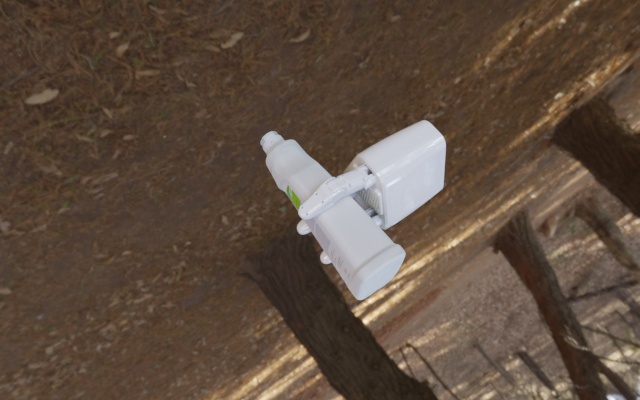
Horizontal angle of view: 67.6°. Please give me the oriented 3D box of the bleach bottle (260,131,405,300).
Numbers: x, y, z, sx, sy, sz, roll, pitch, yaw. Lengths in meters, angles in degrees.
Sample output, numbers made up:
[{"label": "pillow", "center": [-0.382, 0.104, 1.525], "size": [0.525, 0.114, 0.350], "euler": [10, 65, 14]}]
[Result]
[{"label": "bleach bottle", "center": [0.000, 0.002, 0.608], "size": [0.068, 0.250, 0.103], "euler": [-31, -23, -17]}]
